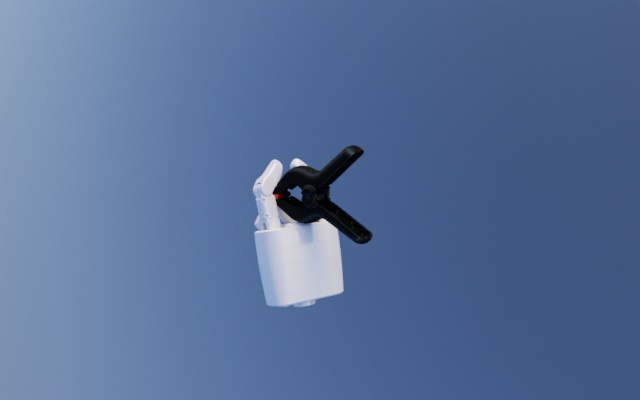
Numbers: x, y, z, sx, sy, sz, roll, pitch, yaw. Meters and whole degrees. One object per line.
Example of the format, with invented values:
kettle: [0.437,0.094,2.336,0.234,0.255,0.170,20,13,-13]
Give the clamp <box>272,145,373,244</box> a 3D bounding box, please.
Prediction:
clamp: [0.000,0.002,0.626,0.039,0.120,0.171,-7,-3,-42]
